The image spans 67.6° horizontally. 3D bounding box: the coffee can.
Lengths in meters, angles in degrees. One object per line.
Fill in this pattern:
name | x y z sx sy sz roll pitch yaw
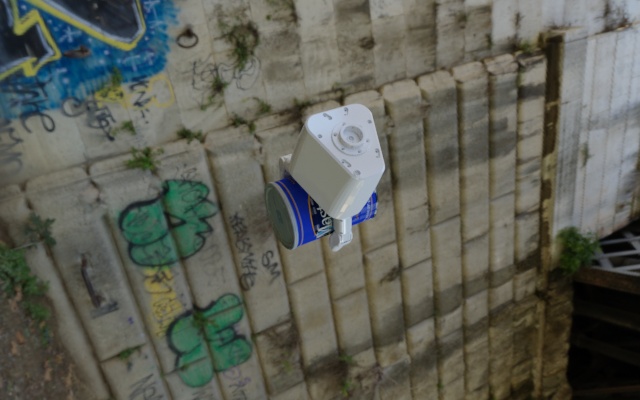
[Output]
coffee can | 0.000 0.003 0.715 0.140 0.103 0.103 -19 8 -22
